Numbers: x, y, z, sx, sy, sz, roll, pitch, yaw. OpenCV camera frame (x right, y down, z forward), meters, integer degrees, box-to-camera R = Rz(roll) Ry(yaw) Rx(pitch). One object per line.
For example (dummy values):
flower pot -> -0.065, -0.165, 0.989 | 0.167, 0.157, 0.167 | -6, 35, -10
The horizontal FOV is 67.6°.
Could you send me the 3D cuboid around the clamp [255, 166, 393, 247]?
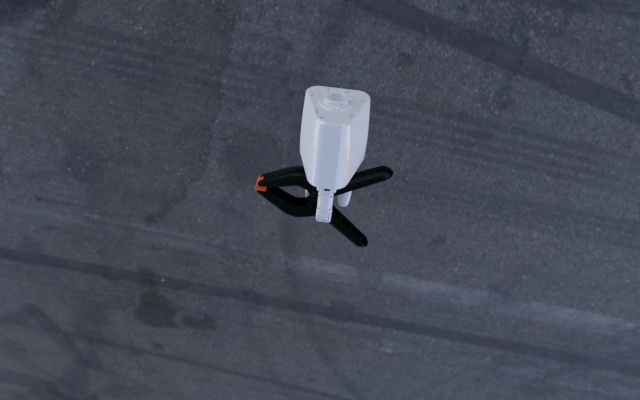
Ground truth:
clamp -> -0.001, 0.003, 0.769 | 0.210, 0.165, 0.036 | 8, 38, 3
